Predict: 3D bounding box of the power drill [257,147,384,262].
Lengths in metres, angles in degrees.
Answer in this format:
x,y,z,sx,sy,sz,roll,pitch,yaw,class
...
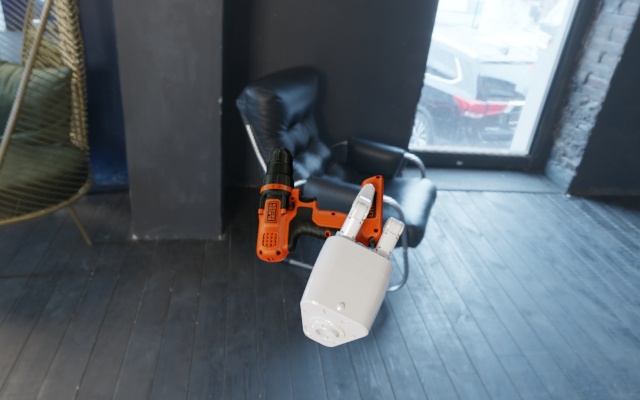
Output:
x,y,z,sx,sy,sz,roll,pitch,yaw,class
0.001,0.003,0.717,0.187,0.184,0.057,-1,-22,10,power drill
